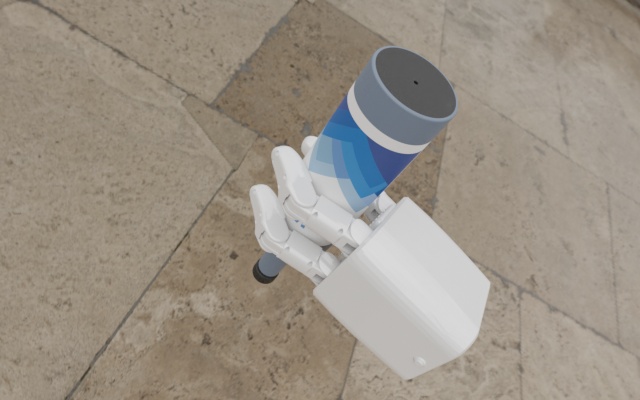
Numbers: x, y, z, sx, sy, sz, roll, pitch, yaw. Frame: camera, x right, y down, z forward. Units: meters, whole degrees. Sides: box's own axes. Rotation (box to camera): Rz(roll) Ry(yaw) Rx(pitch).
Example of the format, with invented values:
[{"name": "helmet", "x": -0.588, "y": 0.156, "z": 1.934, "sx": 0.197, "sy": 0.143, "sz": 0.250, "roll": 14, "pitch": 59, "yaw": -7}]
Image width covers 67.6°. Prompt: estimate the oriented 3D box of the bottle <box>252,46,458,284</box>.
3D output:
[{"name": "bottle", "x": 0.000, "y": 0.001, "z": 0.417, "sx": 0.069, "sy": 0.069, "sz": 0.296, "roll": 0, "pitch": -32, "yaw": -30}]
